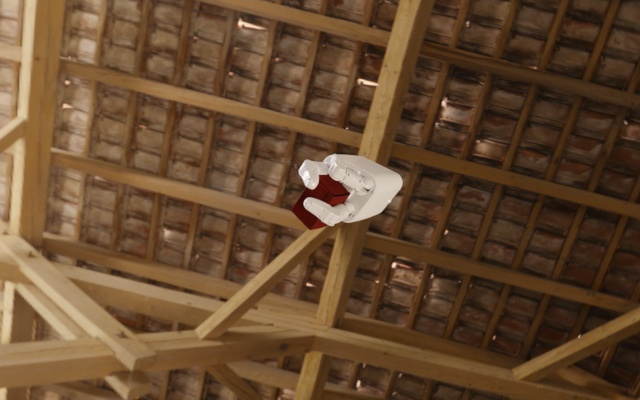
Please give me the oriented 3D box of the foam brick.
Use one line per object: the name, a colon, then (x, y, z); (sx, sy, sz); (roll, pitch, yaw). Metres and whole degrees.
foam brick: (0.000, 0.003, 0.788); (0.053, 0.078, 0.051); (47, 28, 21)
